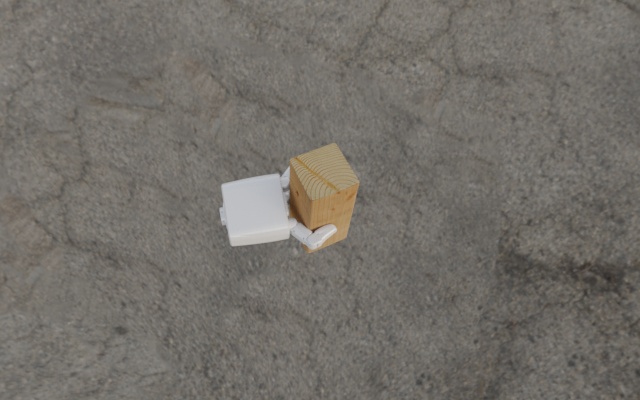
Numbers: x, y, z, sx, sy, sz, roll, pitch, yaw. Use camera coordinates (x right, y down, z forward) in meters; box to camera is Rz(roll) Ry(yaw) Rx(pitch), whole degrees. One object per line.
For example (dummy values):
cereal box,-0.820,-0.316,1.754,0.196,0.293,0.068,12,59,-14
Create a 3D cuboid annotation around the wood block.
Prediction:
wood block,0.000,0.003,0.869,0.090,0.090,0.206,-21,-26,-15
